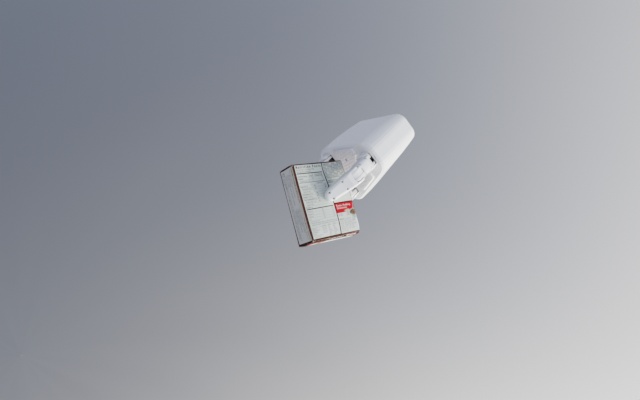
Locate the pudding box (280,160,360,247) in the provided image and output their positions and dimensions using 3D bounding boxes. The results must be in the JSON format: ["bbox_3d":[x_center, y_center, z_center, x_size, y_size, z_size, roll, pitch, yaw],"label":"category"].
[{"bbox_3d":[0.000,0.002,0.674,0.090,0.113,0.039,-9,-12,-37],"label":"pudding box"}]
